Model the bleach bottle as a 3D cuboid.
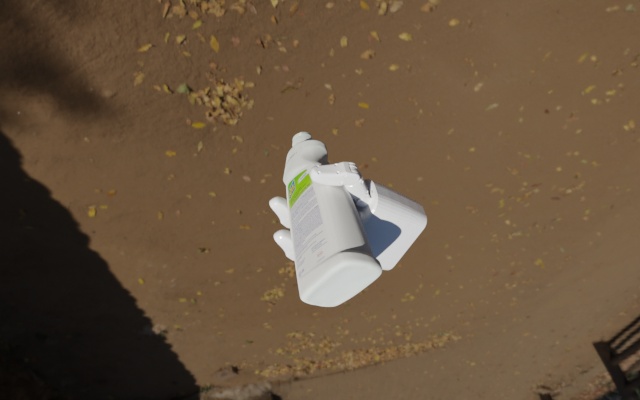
[{"bbox_3d":[0.000,0.002,0.612,0.068,0.250,0.103,19,-48,-34],"label":"bleach bottle"}]
